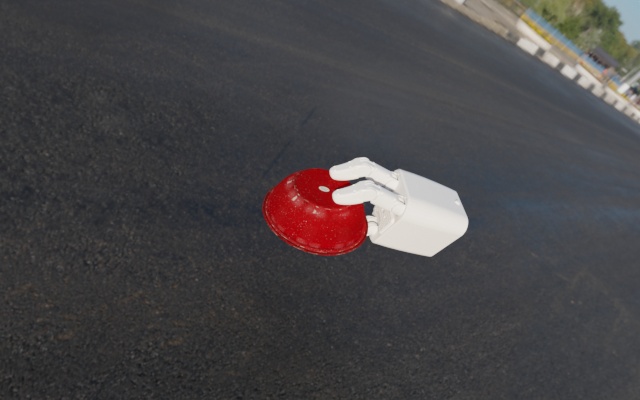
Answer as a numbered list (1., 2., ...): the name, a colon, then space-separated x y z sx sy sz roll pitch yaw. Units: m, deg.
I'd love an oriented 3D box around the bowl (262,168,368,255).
1. bowl: -0.001 0.002 0.690 0.162 0.055 0.162 11 39 -9
